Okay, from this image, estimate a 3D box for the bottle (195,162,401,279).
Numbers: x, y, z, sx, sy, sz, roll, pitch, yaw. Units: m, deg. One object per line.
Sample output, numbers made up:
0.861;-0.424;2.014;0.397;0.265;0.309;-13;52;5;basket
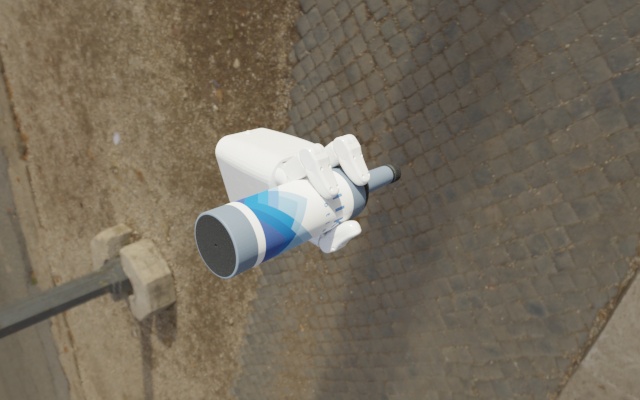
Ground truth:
0.000;0.002;0.546;0.069;0.069;0.295;0;16;44;bottle
